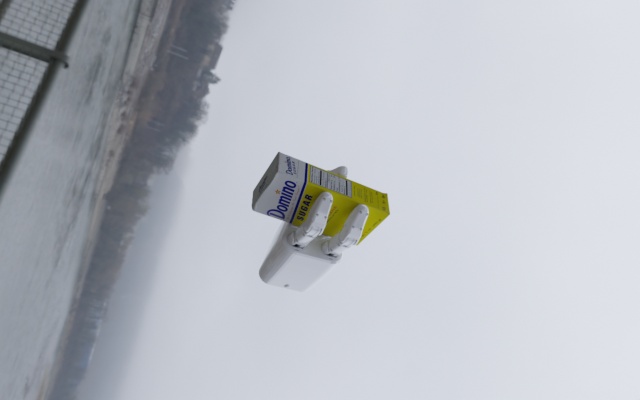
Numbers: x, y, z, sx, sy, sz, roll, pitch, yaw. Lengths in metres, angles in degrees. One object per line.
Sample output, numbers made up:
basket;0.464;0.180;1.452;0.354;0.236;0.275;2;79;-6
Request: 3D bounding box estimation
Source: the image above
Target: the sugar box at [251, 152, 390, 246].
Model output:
sugar box;0.000;0.003;0.677;0.176;0.048;0.093;17;-43;-22
